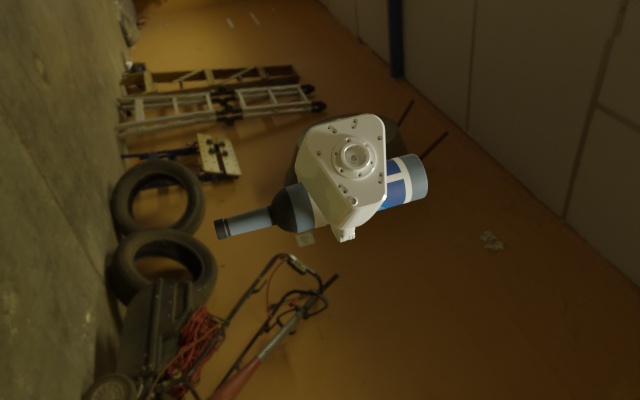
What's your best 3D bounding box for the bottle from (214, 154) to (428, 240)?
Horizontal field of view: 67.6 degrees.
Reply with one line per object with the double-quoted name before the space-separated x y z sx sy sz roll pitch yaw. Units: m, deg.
"bottle" 0.000 0.002 0.664 0.295 0.069 0.069 -15 3 -10
